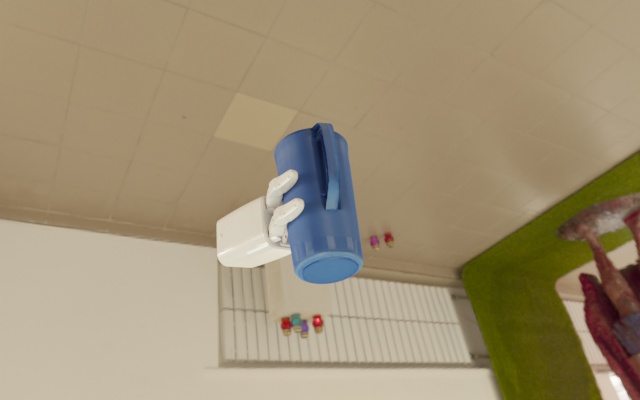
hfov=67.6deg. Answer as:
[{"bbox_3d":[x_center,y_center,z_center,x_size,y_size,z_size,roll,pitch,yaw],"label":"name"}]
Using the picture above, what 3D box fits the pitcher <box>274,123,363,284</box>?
[{"bbox_3d":[0.000,0.003,0.784,0.145,0.242,0.149,-24,-36,21],"label":"pitcher"}]
